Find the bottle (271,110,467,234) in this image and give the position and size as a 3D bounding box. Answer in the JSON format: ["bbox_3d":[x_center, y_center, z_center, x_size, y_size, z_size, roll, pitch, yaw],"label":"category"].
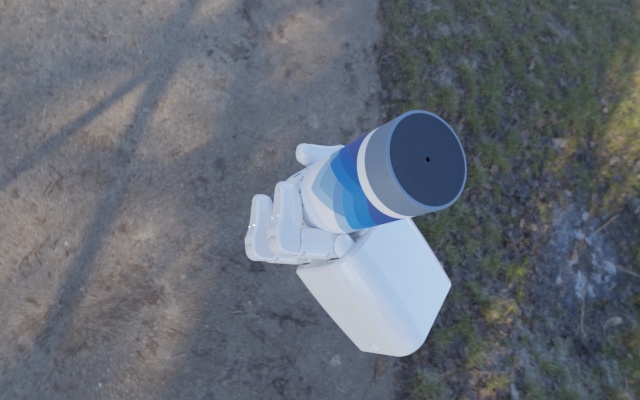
[{"bbox_3d":[0.000,0.001,0.432,0.069,0.069,0.296,0,-11,-29],"label":"bottle"}]
